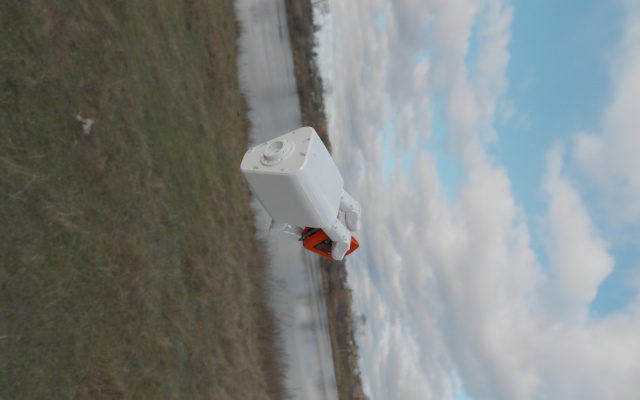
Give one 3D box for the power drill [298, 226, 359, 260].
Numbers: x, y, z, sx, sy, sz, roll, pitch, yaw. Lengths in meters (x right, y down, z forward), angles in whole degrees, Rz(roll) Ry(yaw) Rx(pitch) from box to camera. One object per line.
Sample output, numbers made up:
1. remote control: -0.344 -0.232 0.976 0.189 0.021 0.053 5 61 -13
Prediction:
1. power drill: 0.000 0.003 0.795 0.057 0.187 0.184 -35 -33 21
